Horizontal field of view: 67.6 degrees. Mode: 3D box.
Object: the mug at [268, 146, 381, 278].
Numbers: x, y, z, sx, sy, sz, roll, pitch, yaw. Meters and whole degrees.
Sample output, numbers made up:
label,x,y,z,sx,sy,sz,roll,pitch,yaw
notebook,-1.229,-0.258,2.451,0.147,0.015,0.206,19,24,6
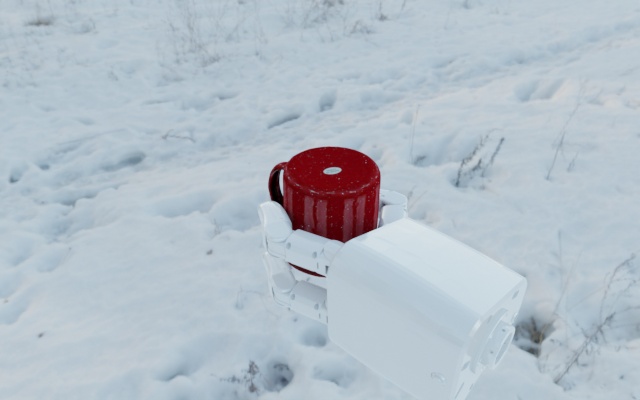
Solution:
label,x,y,z,sx,sy,sz,roll,pitch,yaw
mug,-0.001,0.001,0.421,0.117,0.082,0.093,26,42,32
